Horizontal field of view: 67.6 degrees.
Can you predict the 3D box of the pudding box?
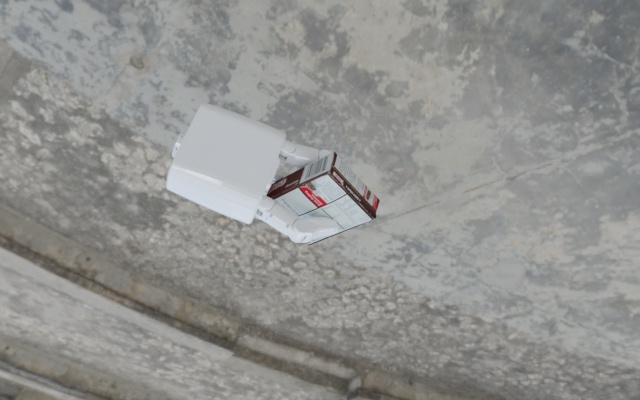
[{"bbox_3d":[0.000,0.002,0.580,0.113,0.039,0.090,-23,-55,37],"label":"pudding box"}]
